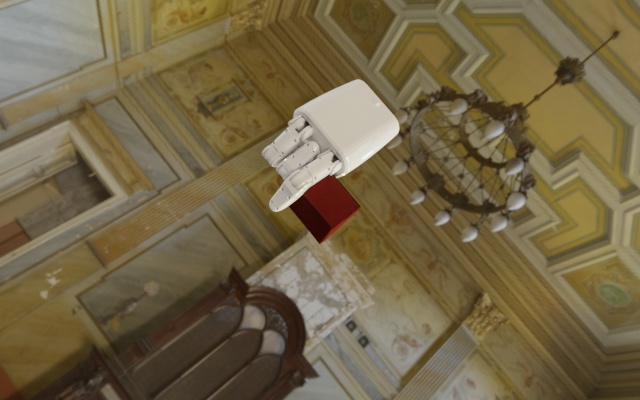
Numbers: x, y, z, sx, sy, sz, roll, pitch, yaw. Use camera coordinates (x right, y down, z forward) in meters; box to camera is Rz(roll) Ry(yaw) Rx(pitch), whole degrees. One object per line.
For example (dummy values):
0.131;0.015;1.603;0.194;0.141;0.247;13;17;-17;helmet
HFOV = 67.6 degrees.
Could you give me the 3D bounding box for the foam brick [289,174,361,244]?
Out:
0.000;0.002;0.583;0.051;0.078;0.053;-35;-8;-30;foam brick
